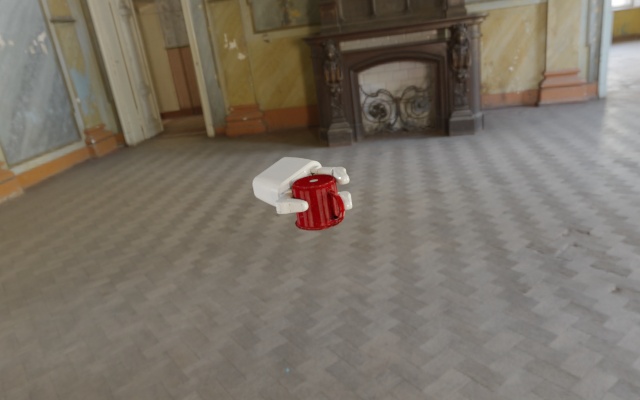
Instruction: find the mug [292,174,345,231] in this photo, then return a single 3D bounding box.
[{"bbox_3d":[0.001,0.003,0.879,0.093,0.081,0.117,-22,23,-34],"label":"mug"}]
